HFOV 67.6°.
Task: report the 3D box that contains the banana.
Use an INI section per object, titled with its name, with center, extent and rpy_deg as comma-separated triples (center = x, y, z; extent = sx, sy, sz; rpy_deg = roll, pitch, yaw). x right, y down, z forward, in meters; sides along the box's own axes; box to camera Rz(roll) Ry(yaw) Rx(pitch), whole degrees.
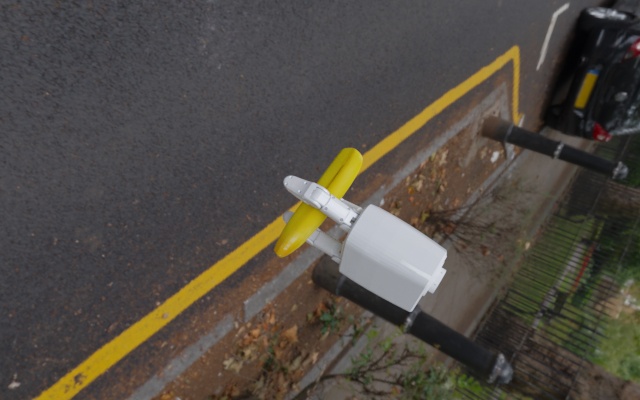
[banana]
center = 0.008, -0.009, 0.605
extent = 0.037, 0.197, 0.070
rpy_deg = 36, -36, 0
